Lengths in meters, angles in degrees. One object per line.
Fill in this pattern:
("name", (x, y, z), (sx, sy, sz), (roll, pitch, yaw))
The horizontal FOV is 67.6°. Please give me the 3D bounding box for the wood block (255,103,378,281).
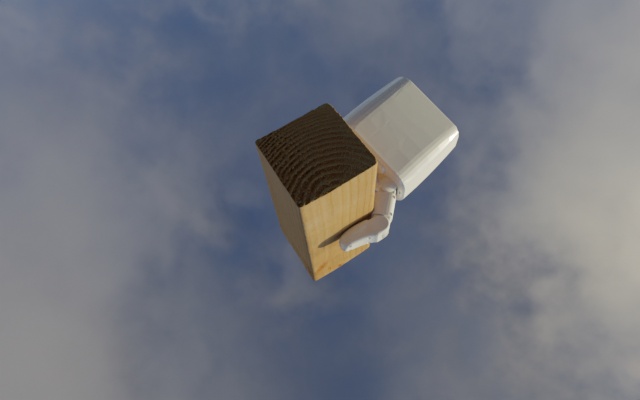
("wood block", (0.001, 0.002, 0.545), (0.090, 0.090, 0.206), (-30, -26, -12))
